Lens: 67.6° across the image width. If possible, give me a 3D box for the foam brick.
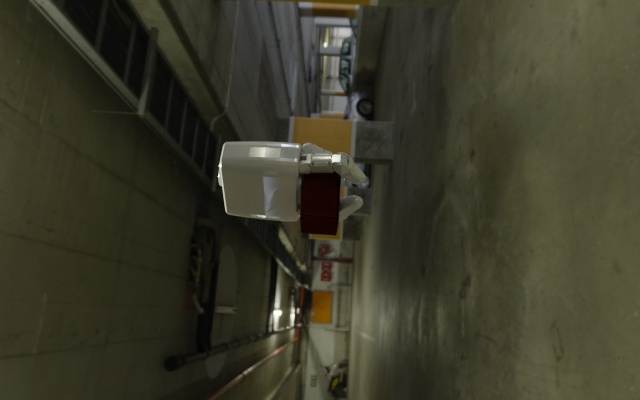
[{"bbox_3d":[0.000,0.002,0.656,0.051,0.078,0.053,4,-32,0],"label":"foam brick"}]
